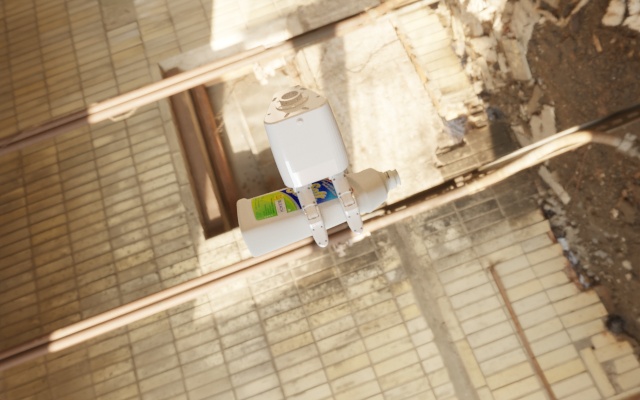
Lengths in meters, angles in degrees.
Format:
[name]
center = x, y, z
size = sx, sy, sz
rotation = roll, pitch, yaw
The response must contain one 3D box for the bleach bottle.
[bleach bottle]
center = 0.000, 0.003, 0.741
size = 0.251, 0.068, 0.102
rotation = -20, 35, -1
